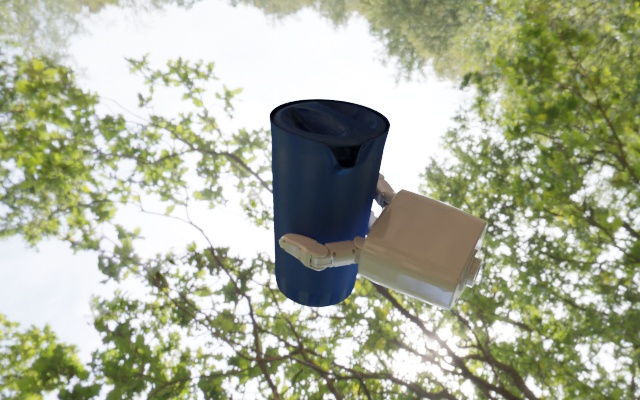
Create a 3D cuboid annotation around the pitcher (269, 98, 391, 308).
[{"bbox_3d":[0.000,0.002,0.589,0.145,0.243,0.149,21,34,24],"label":"pitcher"}]
